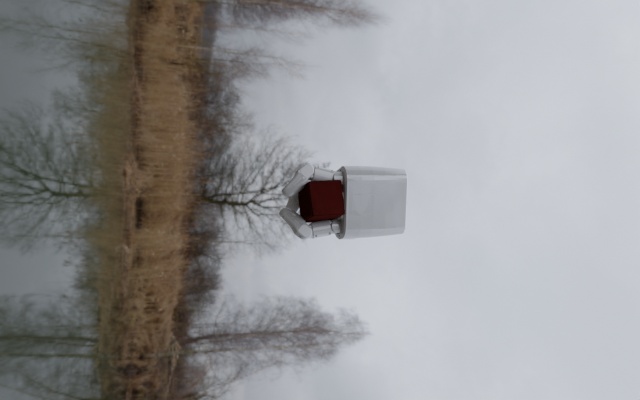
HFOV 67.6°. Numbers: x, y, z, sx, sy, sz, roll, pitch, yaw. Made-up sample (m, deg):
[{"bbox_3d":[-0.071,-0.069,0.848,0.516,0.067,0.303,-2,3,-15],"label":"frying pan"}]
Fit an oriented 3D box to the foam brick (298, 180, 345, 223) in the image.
[{"bbox_3d":[0.000,0.002,0.724,0.051,0.053,0.078,-3,-9,-15],"label":"foam brick"}]
